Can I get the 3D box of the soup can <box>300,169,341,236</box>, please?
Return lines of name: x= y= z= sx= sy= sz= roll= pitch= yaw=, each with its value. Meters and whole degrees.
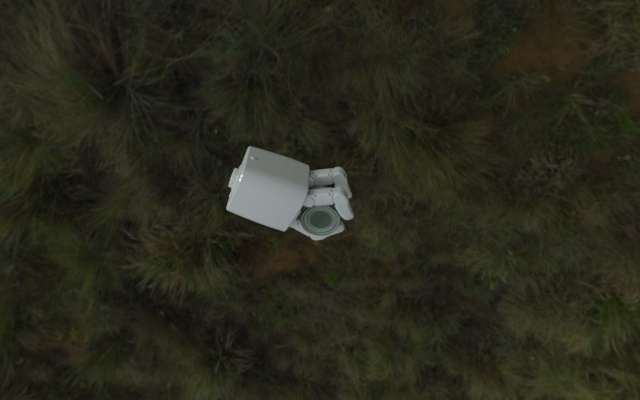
soup can: x=0.001 y=0.003 z=0.811 sx=0.068 sy=0.069 sz=0.102 roll=0 pitch=36 yaw=1
